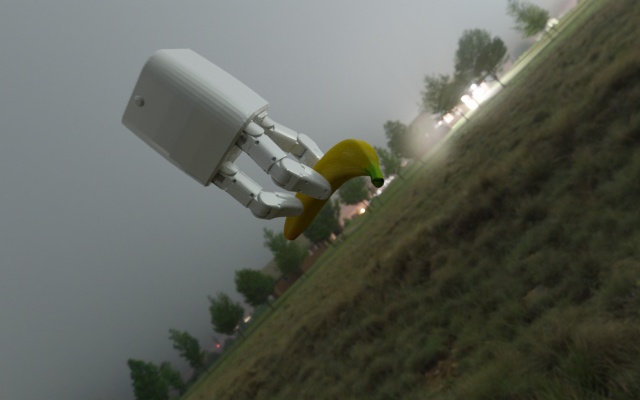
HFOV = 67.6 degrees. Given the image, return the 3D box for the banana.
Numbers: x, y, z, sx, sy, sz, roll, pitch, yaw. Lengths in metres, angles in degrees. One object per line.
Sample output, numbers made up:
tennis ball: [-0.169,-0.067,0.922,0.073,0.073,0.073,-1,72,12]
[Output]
banana: [0.006,-0.015,0.500,0.037,0.069,0.198,26,-29,-16]
